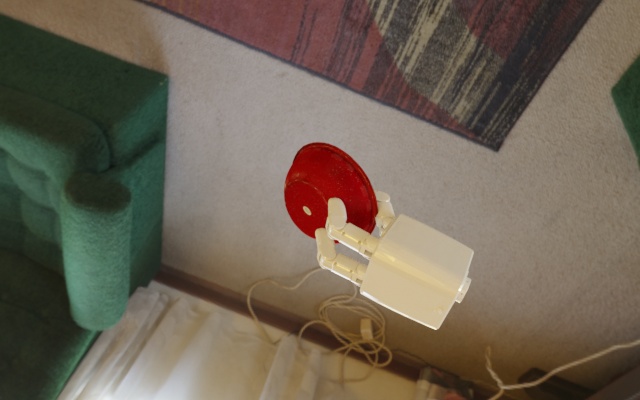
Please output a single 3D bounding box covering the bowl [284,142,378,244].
[{"bbox_3d":[-0.001,0.002,0.674,0.162,0.162,0.055,0,26,47],"label":"bowl"}]
